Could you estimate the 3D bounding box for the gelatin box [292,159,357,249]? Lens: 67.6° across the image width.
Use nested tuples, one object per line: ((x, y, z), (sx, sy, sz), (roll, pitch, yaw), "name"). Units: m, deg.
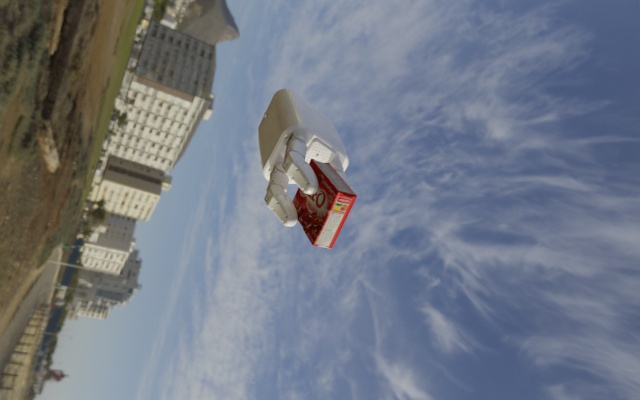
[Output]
((0.001, 0.002, 0.569), (0.030, 0.073, 0.089), (12, 24, -31), "gelatin box")
